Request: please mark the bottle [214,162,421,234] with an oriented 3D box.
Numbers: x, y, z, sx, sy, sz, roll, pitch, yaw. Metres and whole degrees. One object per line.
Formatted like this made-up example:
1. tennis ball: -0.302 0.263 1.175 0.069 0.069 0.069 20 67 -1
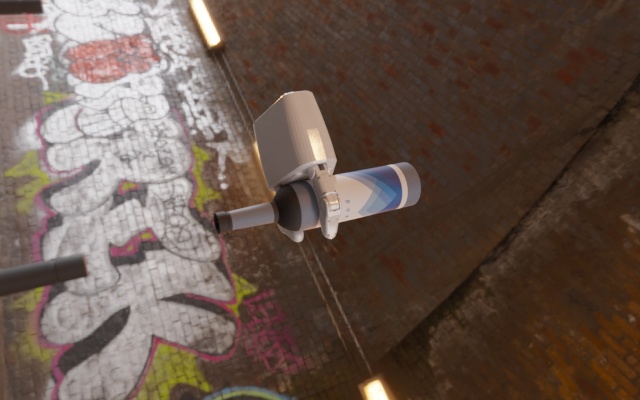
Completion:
1. bottle: 0.000 0.002 0.664 0.295 0.069 0.069 -12 5 -24
